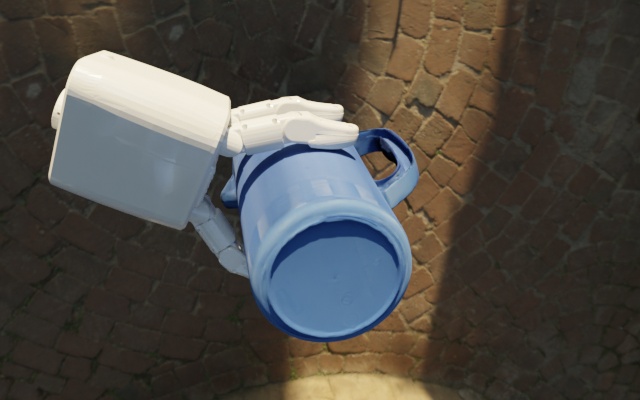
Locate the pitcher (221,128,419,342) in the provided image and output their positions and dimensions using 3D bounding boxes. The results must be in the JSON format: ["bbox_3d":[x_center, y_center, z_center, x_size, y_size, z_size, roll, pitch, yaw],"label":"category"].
[{"bbox_3d":[0.000,0.001,0.412,0.145,0.149,0.242,22,17,-18],"label":"pitcher"}]
